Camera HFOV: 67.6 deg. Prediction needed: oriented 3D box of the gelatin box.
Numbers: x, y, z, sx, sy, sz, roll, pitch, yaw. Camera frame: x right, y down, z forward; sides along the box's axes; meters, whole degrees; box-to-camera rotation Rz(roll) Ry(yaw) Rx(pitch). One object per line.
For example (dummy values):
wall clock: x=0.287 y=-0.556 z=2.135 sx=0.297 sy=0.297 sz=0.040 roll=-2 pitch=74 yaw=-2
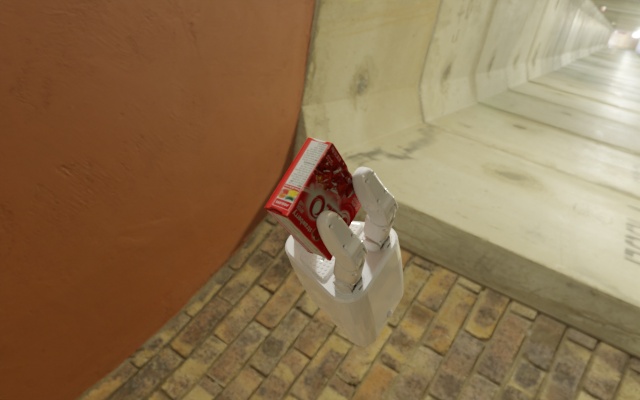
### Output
gelatin box: x=0.000 y=0.001 z=0.415 sx=0.030 sy=0.073 sz=0.089 roll=19 pitch=-20 yaw=35
